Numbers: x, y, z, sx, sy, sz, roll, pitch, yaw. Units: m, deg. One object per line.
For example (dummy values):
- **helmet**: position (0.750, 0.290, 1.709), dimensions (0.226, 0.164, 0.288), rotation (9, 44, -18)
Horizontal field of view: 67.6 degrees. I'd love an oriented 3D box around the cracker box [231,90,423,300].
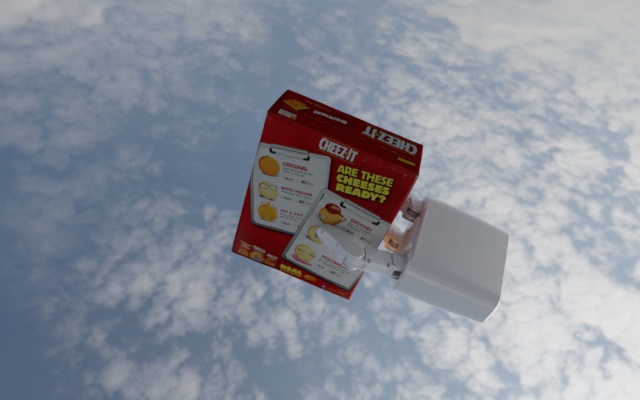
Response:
- **cracker box**: position (0.000, 0.002, 0.556), dimensions (0.164, 0.214, 0.072), rotation (23, 39, 1)
